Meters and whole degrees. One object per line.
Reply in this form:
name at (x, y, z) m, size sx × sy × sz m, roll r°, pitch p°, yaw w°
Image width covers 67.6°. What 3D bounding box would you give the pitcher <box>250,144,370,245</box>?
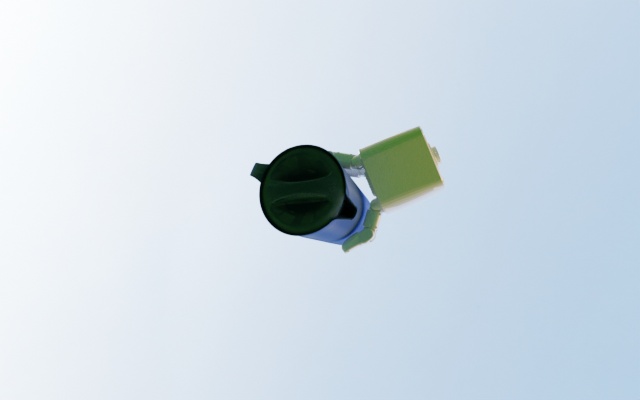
pitcher at (0.000, 0.003, 0.783) m, size 0.145 × 0.149 × 0.243 m, roll -24°, pitch -18°, yaw 12°
